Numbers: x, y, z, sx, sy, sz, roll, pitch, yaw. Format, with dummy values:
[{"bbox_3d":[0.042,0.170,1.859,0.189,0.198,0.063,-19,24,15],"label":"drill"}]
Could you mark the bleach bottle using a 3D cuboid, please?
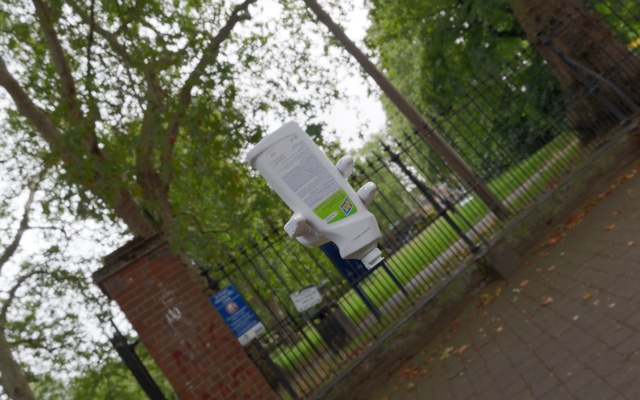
[{"bbox_3d":[0.000,0.002,0.726,0.102,0.251,0.068,-38,-11,-3],"label":"bleach bottle"}]
